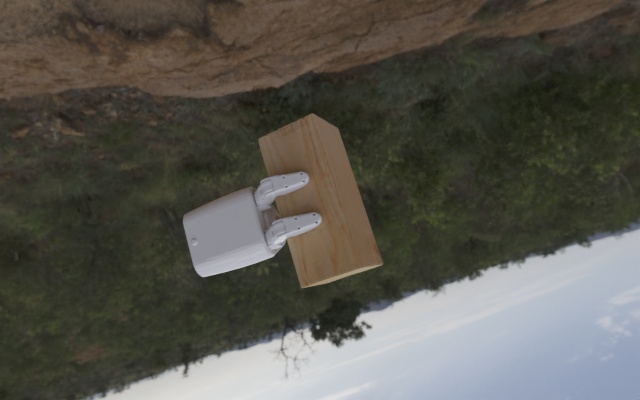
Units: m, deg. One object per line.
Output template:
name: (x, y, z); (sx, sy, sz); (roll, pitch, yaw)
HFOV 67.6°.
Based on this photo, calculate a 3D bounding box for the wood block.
wood block: (0.000, 0.002, 0.642); (0.090, 0.206, 0.091); (-22, -13, 20)
